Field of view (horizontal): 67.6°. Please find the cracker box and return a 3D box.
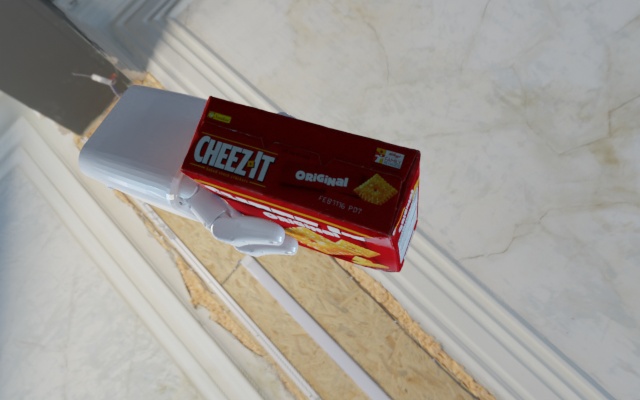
[{"bbox_3d":[0.000,0.001,0.428,0.164,0.072,0.214,17,-11,15],"label":"cracker box"}]
